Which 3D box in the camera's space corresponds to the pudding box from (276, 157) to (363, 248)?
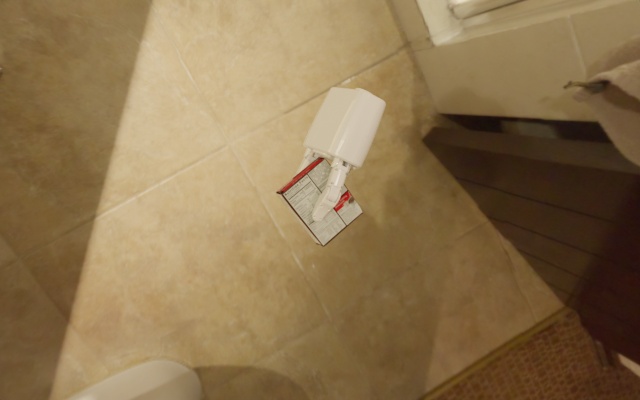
[{"bbox_3d":[0.000,0.002,0.743,0.090,0.113,0.039,-40,15,-9],"label":"pudding box"}]
